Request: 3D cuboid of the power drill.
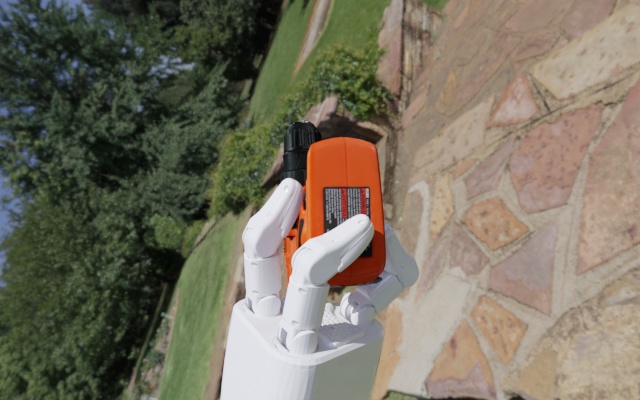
[{"bbox_3d":[0.000,0.002,0.423,0.057,0.184,0.187,-3,-5,-11],"label":"power drill"}]
